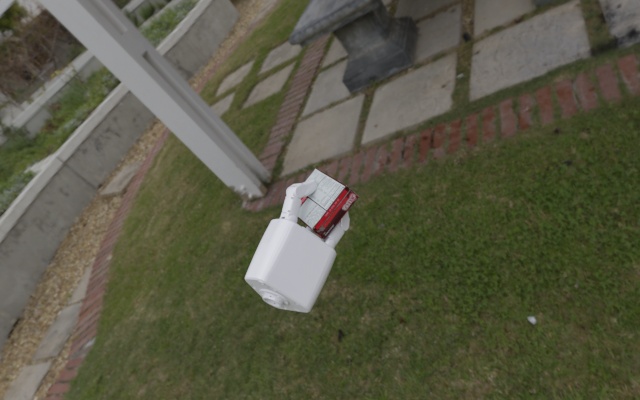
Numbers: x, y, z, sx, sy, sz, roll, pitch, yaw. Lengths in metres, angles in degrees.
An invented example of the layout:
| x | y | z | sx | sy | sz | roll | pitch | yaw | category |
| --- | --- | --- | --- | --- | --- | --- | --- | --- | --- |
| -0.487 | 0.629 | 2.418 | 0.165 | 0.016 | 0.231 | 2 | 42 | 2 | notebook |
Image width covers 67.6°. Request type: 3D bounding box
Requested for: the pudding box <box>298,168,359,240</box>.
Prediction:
| x | y | z | sx | sy | sz | roll | pitch | yaw | category |
| --- | --- | --- | --- | --- | --- | --- | --- | --- | --- |
| 0.000 | 0.003 | 0.795 | 0.039 | 0.090 | 0.113 | 41 | -3 | -35 | pudding box |
